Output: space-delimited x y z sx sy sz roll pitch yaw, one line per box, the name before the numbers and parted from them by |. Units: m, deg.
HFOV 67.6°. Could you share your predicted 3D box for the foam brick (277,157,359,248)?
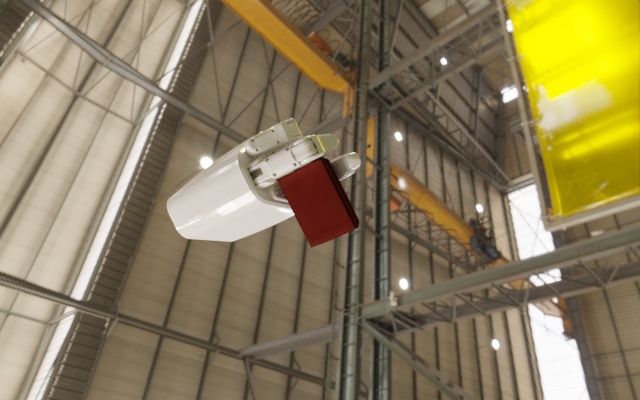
foam brick | 0.000 0.002 0.488 0.051 0.078 0.053 -27 -1 8
